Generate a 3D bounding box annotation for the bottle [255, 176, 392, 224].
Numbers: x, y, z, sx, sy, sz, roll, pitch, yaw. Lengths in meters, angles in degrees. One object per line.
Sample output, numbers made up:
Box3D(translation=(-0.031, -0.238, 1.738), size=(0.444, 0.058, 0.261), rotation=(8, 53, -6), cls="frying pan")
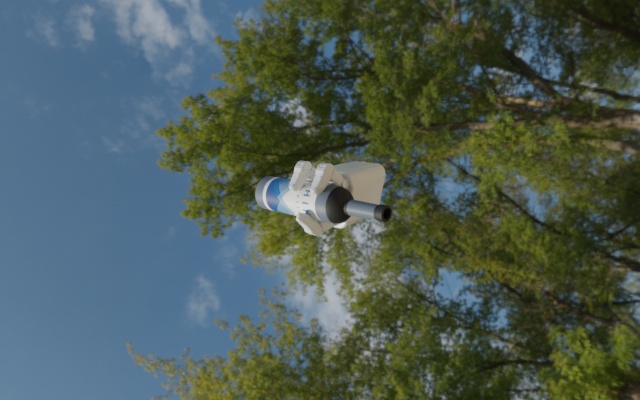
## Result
Box3D(translation=(0.000, 0.003, 0.855), size=(0.295, 0.069, 0.069), rotation=(10, 7, 43), cls="bottle")
